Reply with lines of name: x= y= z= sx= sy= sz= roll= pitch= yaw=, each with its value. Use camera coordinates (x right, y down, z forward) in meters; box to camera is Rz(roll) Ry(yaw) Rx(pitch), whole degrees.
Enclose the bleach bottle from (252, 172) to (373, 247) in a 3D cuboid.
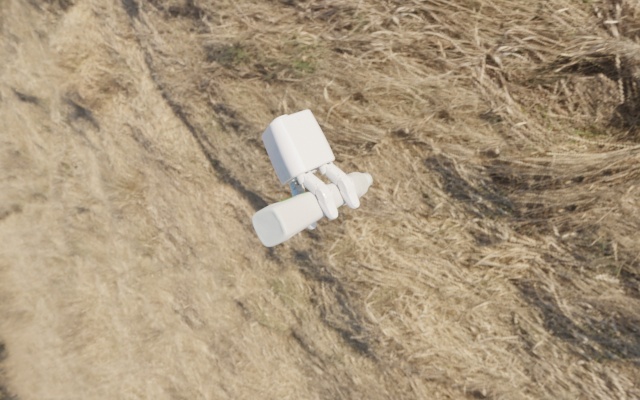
bleach bottle: x=0.000 y=0.003 z=0.897 sx=0.250 sy=0.068 sz=0.102 roll=-26 pitch=0 yaw=-37
